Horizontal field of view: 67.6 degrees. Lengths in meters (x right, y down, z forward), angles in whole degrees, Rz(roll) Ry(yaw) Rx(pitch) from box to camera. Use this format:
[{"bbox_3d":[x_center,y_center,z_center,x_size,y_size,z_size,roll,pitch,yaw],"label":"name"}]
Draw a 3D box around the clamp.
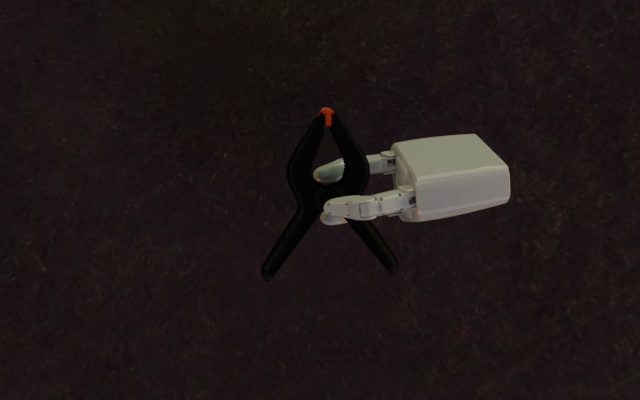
[{"bbox_3d":[0.000,0.001,0.551,0.164,0.210,0.036,-9,15,-3],"label":"clamp"}]
